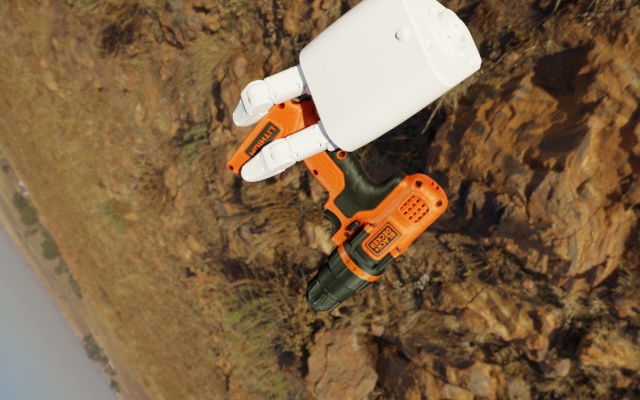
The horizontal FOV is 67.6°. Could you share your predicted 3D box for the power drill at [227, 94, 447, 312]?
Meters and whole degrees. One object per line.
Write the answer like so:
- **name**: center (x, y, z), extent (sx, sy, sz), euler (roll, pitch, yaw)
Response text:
- **power drill**: center (0.000, 0.001, 0.475), extent (0.184, 0.187, 0.057), euler (-47, 0, 22)
